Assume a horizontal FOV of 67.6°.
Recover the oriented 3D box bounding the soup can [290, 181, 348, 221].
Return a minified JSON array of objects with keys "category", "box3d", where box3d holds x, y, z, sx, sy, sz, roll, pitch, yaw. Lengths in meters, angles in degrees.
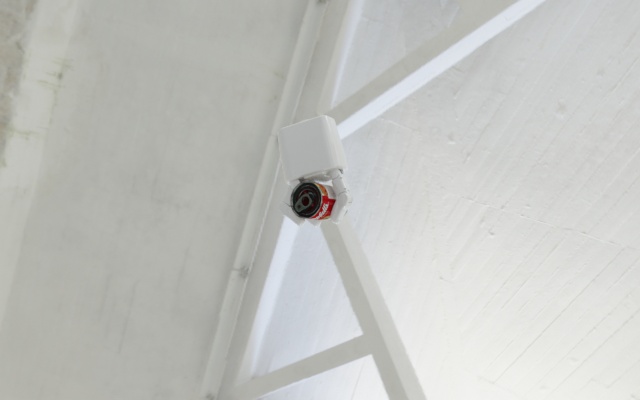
[{"category":"soup can","box3d":[0.001,0.003,0.891,0.068,0.068,0.102,0,-5,32]}]
